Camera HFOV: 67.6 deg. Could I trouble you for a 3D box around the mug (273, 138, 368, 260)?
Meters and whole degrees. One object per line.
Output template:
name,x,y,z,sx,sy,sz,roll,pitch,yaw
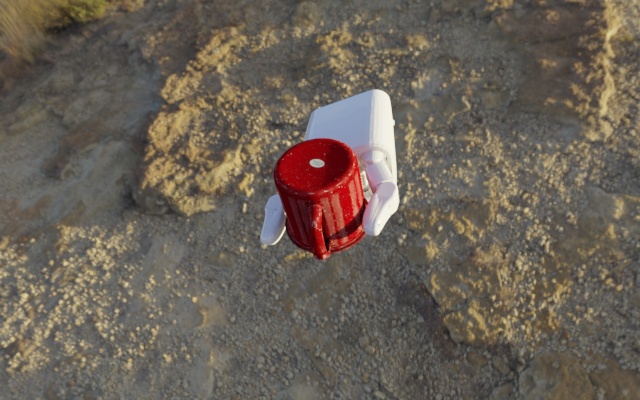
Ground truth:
mug,0.000,0.002,0.466,0.093,0.117,0.082,-3,-42,11
